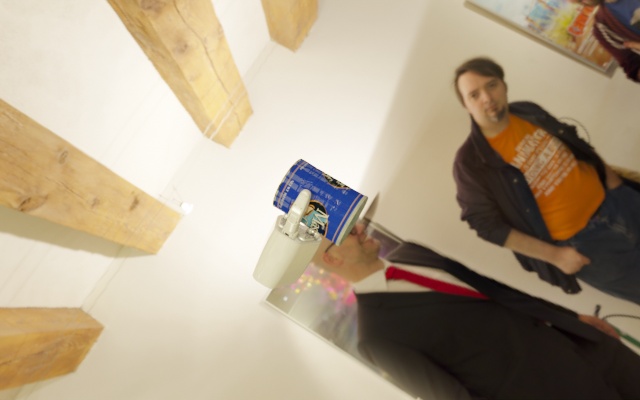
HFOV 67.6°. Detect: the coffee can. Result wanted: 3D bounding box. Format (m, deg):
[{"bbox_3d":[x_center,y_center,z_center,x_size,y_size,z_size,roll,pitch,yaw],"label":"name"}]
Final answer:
[{"bbox_3d":[0.000,0.003,0.859,0.140,0.103,0.103,31,5,9],"label":"coffee can"}]
